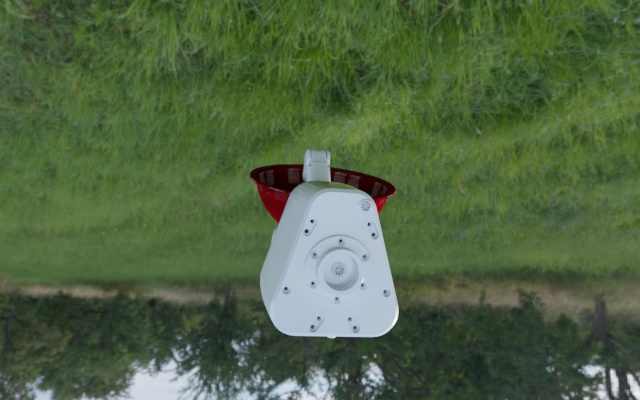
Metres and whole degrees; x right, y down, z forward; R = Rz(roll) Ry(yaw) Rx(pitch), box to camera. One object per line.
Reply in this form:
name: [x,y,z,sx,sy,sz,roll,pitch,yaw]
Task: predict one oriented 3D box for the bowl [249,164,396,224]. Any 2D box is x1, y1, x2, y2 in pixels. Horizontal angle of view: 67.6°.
bowl: [0.000,0.002,0.536,0.162,0.055,0.162,6,15,-2]
